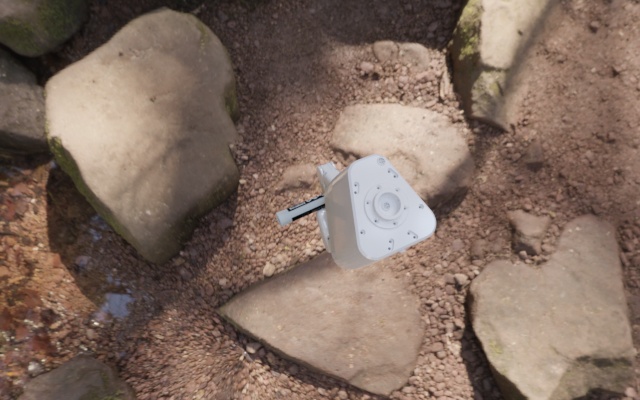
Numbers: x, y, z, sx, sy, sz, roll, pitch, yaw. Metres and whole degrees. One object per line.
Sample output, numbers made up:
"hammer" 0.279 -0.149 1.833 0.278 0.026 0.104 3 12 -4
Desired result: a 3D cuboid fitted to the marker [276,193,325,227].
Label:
"marker" 0.000 0.002 0.621 0.121 0.020 0.020 -23 6 -15
